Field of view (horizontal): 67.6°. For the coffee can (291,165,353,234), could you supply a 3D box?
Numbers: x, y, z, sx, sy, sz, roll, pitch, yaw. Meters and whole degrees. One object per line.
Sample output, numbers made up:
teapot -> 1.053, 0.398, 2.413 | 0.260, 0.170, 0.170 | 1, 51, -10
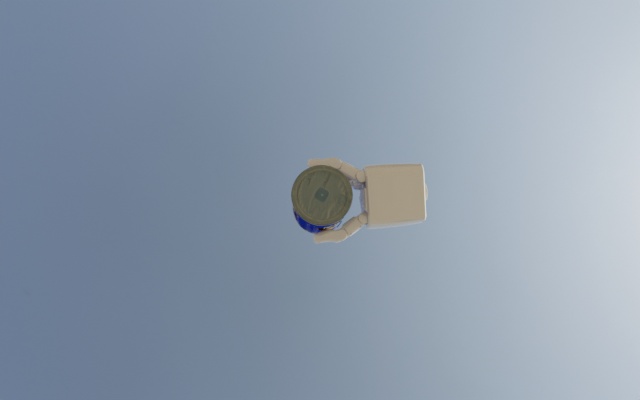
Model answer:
coffee can -> 0.000, 0.003, 0.858 | 0.103, 0.102, 0.140 | 0, -10, -2
